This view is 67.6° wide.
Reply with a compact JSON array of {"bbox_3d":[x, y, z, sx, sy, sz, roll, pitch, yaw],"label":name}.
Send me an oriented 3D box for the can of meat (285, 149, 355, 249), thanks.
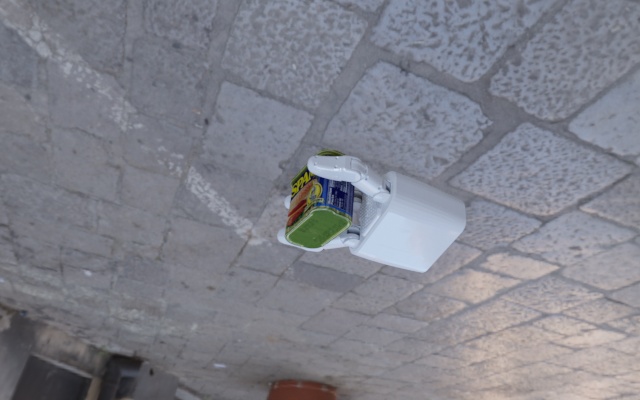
[{"bbox_3d":[0.000,0.002,0.576,0.057,0.084,0.102,21,-36,-21],"label":"can of meat"}]
